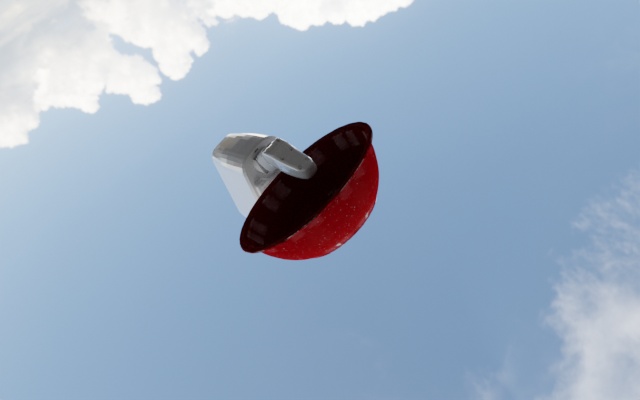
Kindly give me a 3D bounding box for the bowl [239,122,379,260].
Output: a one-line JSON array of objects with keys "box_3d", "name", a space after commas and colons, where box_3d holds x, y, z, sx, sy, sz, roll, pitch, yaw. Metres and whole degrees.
[{"box_3d": [0.001, 0.002, 0.447, 0.055, 0.162, 0.162, 45, -20, -20], "name": "bowl"}]
